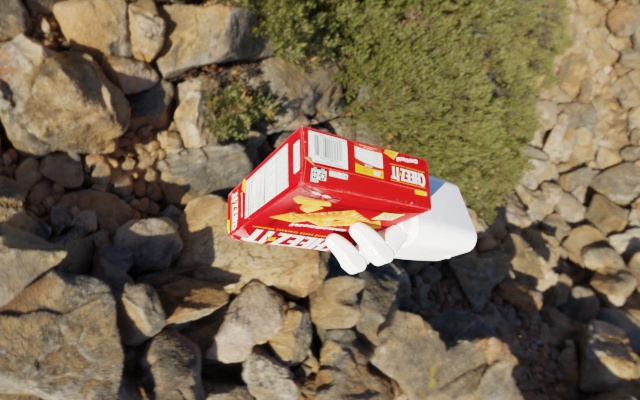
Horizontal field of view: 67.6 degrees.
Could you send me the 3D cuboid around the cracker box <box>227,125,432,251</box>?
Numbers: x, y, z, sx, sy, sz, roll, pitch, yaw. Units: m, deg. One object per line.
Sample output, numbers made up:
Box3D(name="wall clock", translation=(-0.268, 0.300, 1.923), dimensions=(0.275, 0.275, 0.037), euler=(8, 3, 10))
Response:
Box3D(name="cracker box", translation=(0.000, 0.002, 0.577), dimensions=(0.164, 0.072, 0.214), euler=(11, -24, -28))
